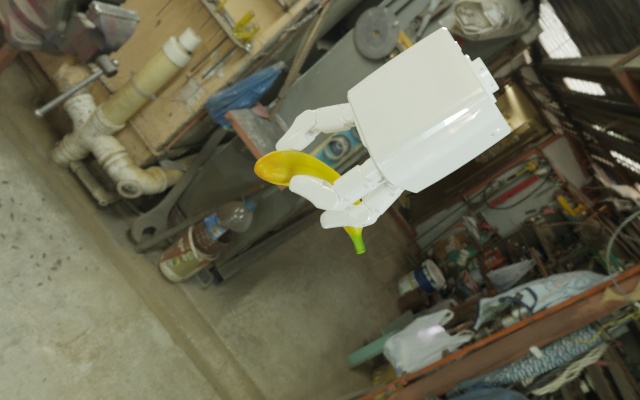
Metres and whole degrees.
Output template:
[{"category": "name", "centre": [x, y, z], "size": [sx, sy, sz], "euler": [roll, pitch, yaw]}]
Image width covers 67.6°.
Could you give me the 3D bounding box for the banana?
[{"category": "banana", "centre": [0.000, -0.011, 0.524], "size": [0.037, 0.069, 0.198], "euler": [-28, -43, 24]}]
